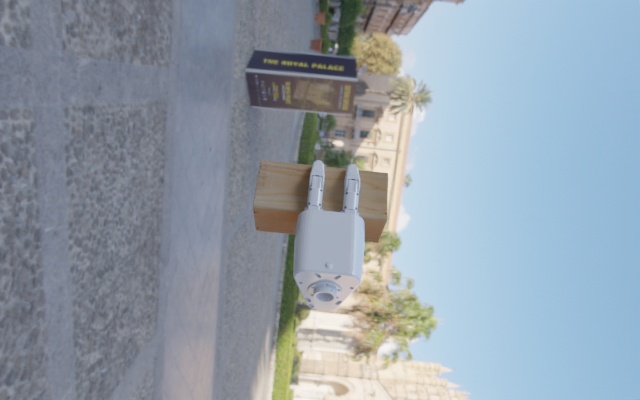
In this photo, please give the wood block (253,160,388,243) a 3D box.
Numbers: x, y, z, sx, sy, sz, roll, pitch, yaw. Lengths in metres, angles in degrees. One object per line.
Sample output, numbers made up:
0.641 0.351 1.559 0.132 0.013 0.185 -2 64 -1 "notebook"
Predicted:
0.000 0.003 0.784 0.206 0.090 0.091 6 -29 -1 "wood block"
